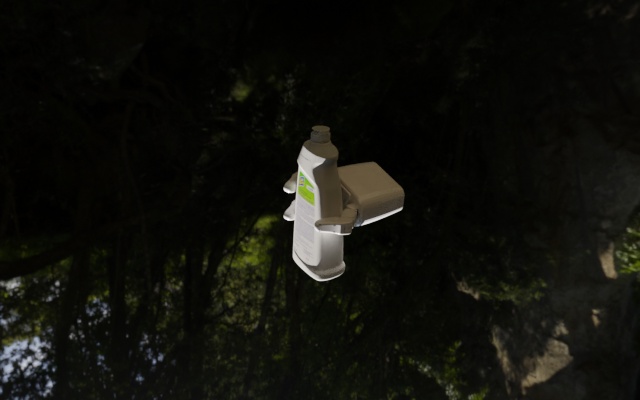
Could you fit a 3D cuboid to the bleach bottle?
[{"bbox_3d":[0.000,0.003,0.797,0.068,0.251,0.102,-16,32,-33],"label":"bleach bottle"}]
